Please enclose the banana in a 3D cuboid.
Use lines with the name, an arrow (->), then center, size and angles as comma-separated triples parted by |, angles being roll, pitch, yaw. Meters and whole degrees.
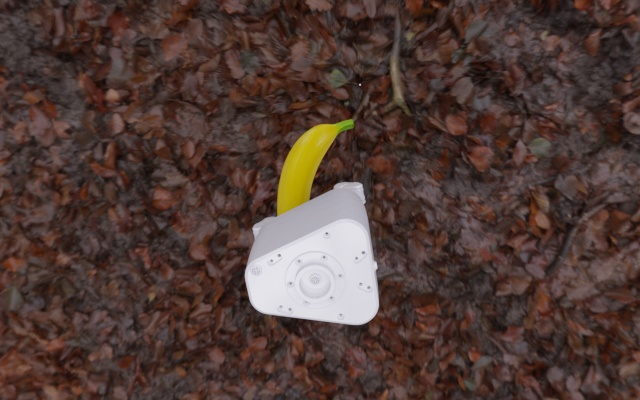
banana -> -0.017, -0.006, 0.564 | 0.069, 0.198, 0.037 | 14, 11, -6
